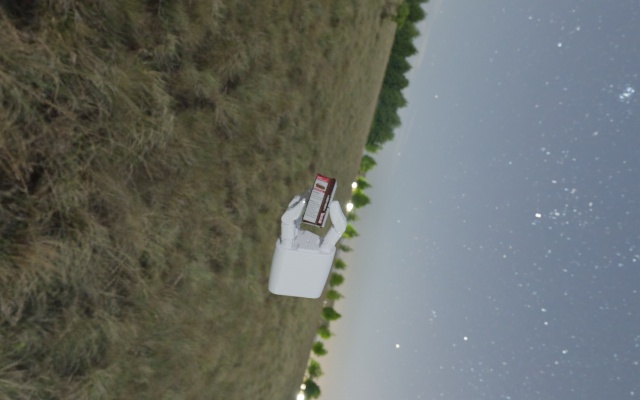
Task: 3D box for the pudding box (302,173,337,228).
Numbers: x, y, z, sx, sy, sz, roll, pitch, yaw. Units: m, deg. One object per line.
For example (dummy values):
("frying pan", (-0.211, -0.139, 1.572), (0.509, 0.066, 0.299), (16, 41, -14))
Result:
("pudding box", (0.000, 0.003, 0.860), (0.039, 0.090, 0.113), (17, -3, 2))
